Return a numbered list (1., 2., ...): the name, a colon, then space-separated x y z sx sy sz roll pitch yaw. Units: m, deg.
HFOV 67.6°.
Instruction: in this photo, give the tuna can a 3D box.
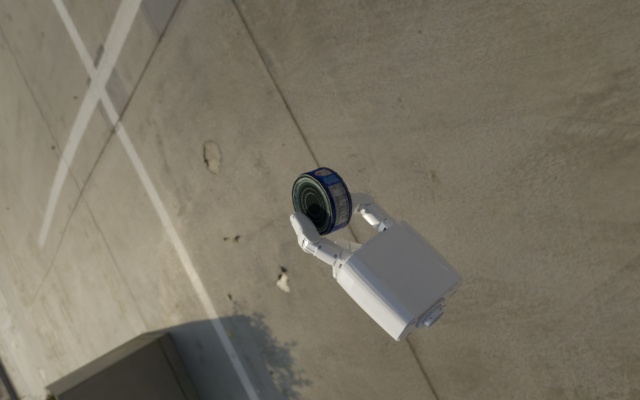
1. tuna can: 0.000 0.002 0.618 0.033 0.086 0.086 -20 12 -36
